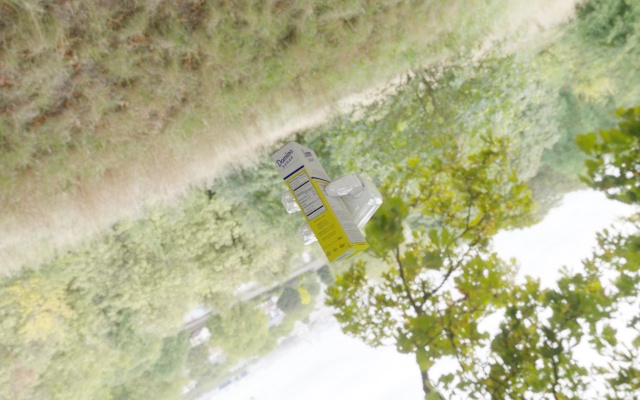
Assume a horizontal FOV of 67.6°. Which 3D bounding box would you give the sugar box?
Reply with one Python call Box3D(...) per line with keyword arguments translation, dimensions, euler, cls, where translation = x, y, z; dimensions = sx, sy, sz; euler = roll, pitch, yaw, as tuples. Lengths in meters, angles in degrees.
Box3D(translation=(0.000, 0.003, 0.695), dimensions=(0.048, 0.176, 0.093), euler=(-36, -15, 14), cls="sugar box")
